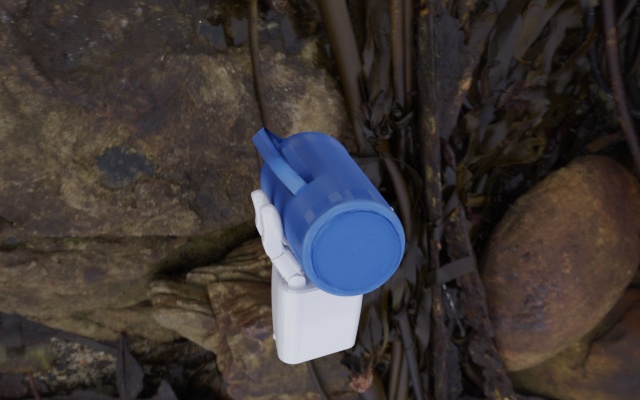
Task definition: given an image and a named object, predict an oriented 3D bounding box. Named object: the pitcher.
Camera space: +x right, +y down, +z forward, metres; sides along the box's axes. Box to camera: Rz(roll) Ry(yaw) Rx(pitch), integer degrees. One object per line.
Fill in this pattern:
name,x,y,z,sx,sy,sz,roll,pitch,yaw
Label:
pitcher,0.000,0.002,0.568,0.149,0.145,0.242,-1,21,-14
